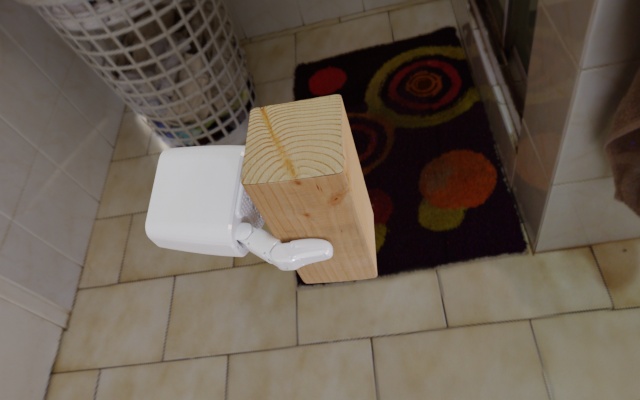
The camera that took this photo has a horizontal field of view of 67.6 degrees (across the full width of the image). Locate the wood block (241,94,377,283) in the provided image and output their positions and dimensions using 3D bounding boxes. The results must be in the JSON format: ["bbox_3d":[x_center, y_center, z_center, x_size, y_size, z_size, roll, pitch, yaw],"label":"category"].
[{"bbox_3d":[0.000,0.002,0.497,0.090,0.090,0.206,-7,-34,12],"label":"wood block"}]
